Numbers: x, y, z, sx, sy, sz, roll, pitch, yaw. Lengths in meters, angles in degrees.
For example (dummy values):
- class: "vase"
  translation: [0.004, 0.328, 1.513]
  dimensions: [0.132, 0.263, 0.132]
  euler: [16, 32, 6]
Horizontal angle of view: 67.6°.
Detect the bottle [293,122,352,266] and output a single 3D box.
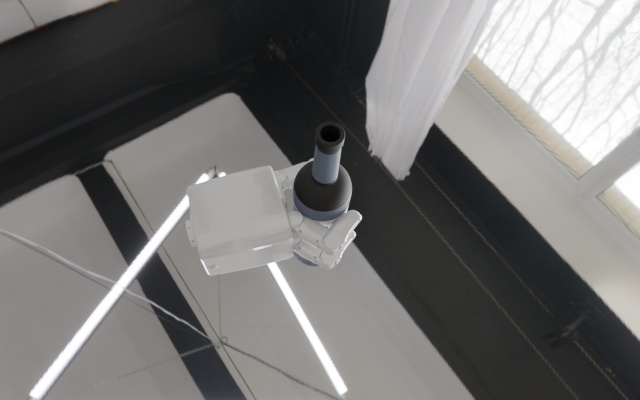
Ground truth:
- class: "bottle"
  translation: [0.000, 0.002, 0.572]
  dimensions: [0.069, 0.069, 0.296]
  euler: [0, -26, -4]
